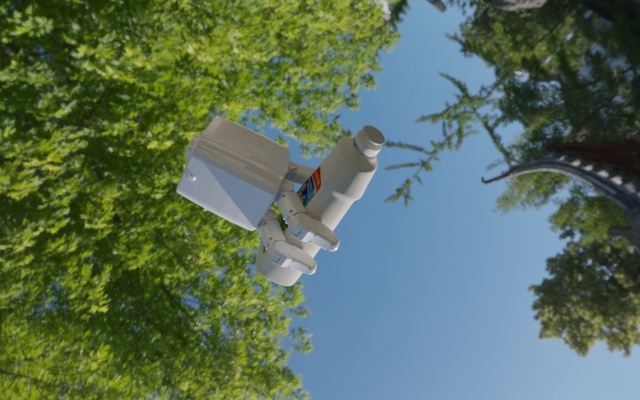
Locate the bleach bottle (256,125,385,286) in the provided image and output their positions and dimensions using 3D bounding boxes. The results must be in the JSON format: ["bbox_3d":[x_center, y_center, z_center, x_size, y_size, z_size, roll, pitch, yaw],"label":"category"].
[{"bbox_3d":[0.000,0.002,0.591,0.068,0.102,0.251,26,-49,-13],"label":"bleach bottle"}]
